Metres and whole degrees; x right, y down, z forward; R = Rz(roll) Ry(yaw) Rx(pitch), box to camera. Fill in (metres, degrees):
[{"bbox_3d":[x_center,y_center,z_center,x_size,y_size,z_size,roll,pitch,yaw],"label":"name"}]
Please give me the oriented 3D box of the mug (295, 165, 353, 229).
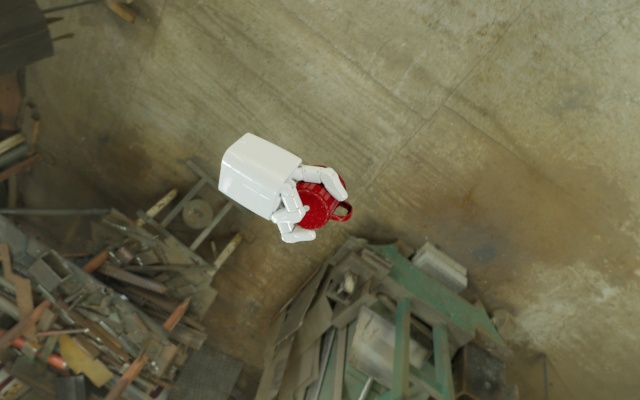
[{"bbox_3d":[0.001,0.004,0.831,0.117,0.093,0.081,28,36,5],"label":"mug"}]
